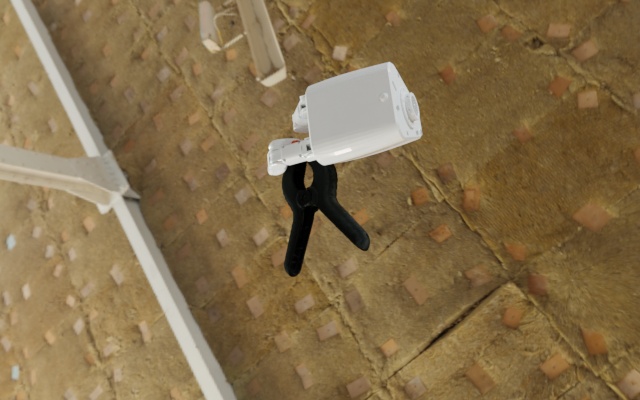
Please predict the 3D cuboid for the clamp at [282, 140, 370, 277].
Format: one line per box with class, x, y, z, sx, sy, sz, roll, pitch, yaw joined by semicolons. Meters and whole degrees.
clamp;0.000;0.002;0.589;0.120;0.171;0.039;-13;-14;26
